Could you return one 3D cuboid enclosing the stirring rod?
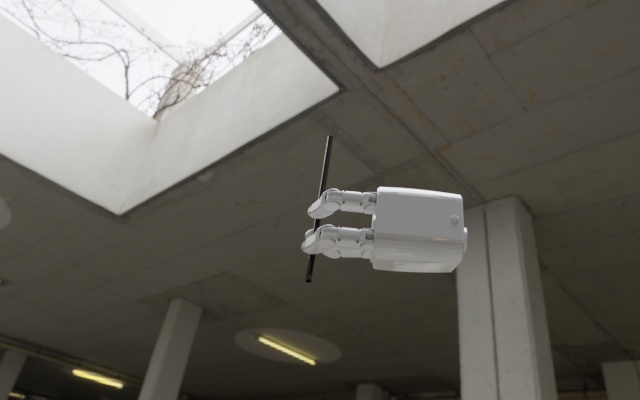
[{"bbox_3d":[0.000,0.002,0.662,0.011,0.239,0.011,6,-34,4],"label":"stirring rod"}]
